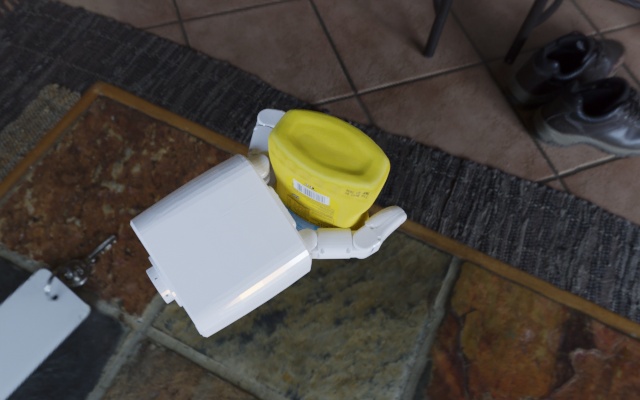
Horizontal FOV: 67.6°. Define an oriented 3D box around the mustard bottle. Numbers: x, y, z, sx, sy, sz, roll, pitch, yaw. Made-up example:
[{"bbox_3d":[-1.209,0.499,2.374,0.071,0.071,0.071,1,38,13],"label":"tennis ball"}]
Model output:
[{"bbox_3d":[0.000,0.001,0.445,0.096,0.058,0.192,27,-26,9],"label":"mustard bottle"}]
